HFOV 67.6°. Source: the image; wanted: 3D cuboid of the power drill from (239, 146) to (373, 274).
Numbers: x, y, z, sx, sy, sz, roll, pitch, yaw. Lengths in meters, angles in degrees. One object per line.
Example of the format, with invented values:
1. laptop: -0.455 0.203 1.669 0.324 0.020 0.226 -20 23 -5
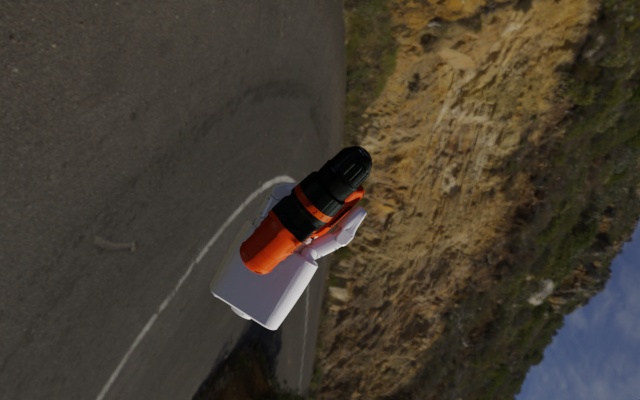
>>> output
1. power drill: 0.000 0.002 0.581 0.184 0.057 0.187 -42 -6 16
